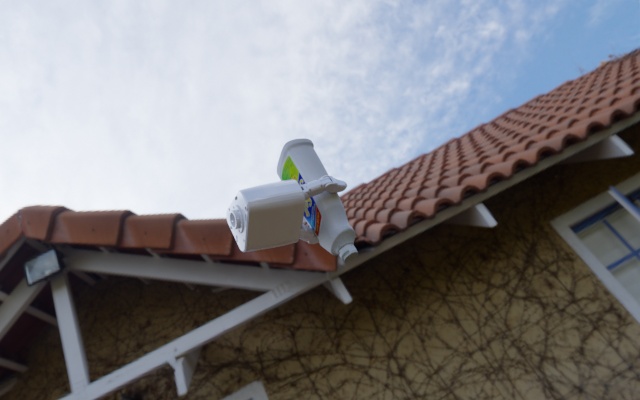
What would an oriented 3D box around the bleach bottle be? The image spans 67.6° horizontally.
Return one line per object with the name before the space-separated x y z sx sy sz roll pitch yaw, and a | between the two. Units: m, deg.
bleach bottle | 0.000 0.003 0.892 0.068 0.250 0.103 -11 -37 -31
